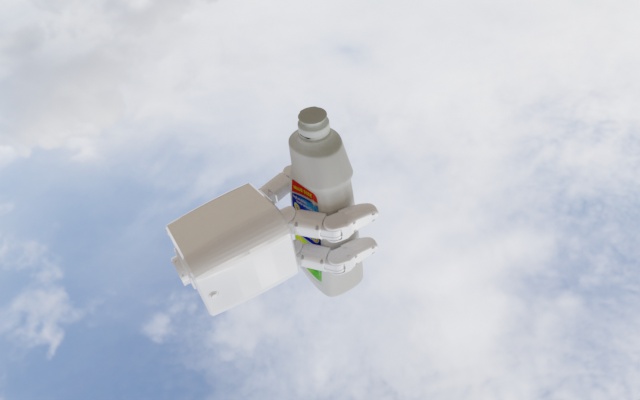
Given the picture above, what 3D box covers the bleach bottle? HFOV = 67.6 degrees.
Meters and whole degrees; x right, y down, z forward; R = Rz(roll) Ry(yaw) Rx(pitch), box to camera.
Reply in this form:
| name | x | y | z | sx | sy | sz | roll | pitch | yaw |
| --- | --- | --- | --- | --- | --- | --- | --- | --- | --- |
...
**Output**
| name | x | y | z | sx | sy | sz | roll | pitch | yaw |
| --- | --- | --- | --- | --- | --- | --- | --- | --- | --- |
| bleach bottle | 0.000 | 0.002 | 0.543 | 0.068 | 0.251 | 0.102 | -27 | 48 | -18 |
